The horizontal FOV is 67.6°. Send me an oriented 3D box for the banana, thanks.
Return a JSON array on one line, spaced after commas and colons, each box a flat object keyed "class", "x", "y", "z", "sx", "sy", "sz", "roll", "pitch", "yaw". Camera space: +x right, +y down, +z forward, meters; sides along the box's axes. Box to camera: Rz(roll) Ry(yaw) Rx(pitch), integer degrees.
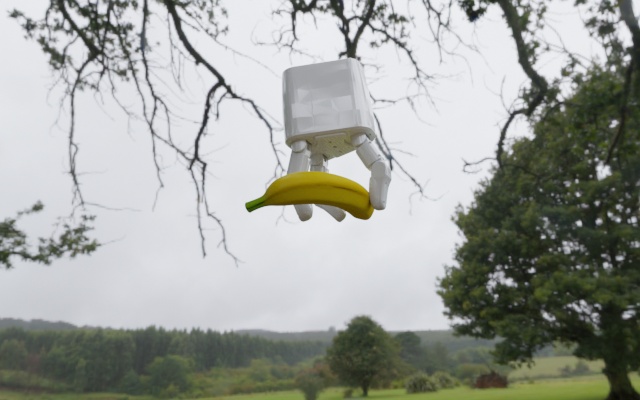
[{"class": "banana", "x": 0.010, "y": -0.005, "z": 0.560, "sx": 0.198, "sy": 0.037, "sz": 0.070, "roll": 8, "pitch": -25, "yaw": -42}]
